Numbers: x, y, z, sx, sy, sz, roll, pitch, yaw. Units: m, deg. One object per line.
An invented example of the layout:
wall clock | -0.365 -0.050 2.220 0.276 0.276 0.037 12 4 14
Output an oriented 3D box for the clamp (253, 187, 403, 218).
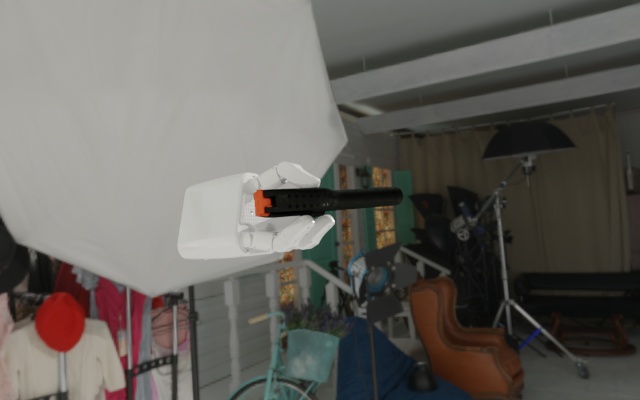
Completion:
clamp | 0.000 0.001 0.597 0.164 0.036 0.210 -10 -7 27
